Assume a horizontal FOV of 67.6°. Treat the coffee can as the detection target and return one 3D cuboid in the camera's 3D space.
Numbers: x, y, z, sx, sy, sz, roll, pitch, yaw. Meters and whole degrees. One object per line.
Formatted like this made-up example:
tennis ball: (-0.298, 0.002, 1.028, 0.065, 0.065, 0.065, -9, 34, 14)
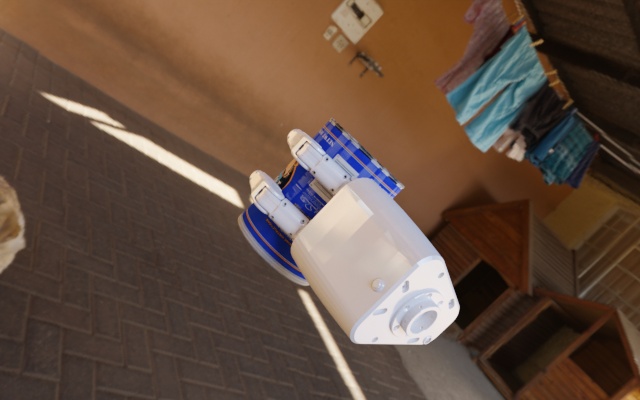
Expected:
coffee can: (0.000, 0.002, 0.489, 0.103, 0.140, 0.103, 42, 8, -7)
